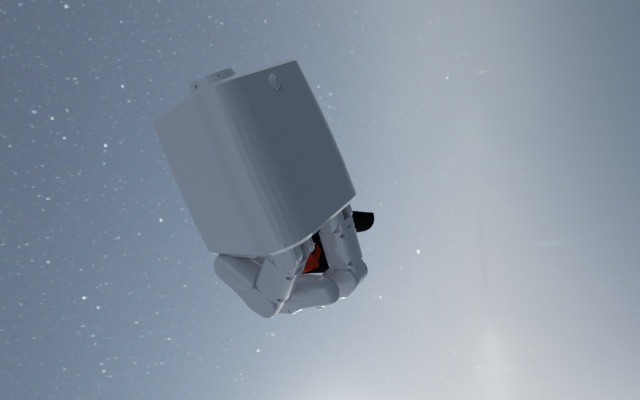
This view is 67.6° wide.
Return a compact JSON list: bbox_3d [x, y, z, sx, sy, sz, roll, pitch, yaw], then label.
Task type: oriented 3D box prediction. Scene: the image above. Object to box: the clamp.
[{"bbox_3d":[0.000,0.002,0.430,0.039,0.120,0.171,-31,8,23],"label":"clamp"}]
